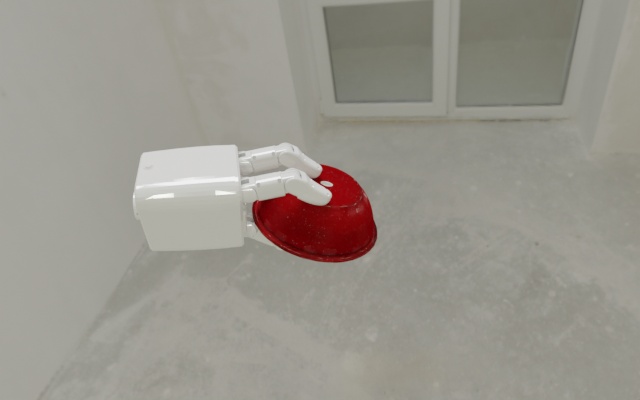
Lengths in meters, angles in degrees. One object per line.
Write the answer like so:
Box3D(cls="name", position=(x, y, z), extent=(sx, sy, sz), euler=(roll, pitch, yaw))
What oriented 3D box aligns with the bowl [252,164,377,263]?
Box3D(cls="bowl", position=(0.001, 0.001, 0.585), extent=(0.162, 0.055, 0.162), euler=(12, 33, -8))
